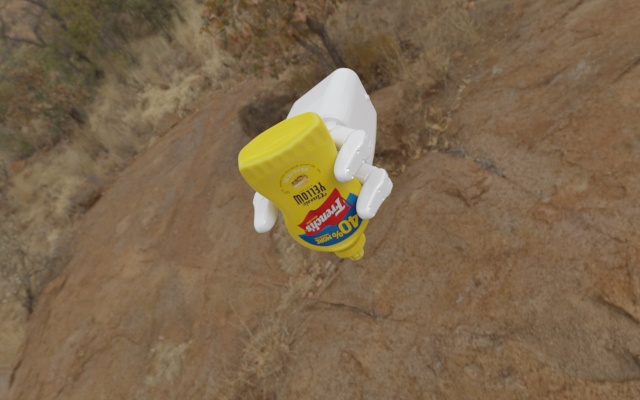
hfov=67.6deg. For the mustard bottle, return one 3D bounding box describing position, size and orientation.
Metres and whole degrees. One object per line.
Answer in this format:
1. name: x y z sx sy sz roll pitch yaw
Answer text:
1. mustard bottle: 0.000 0.002 0.523 0.096 0.192 0.058 -29 36 8
